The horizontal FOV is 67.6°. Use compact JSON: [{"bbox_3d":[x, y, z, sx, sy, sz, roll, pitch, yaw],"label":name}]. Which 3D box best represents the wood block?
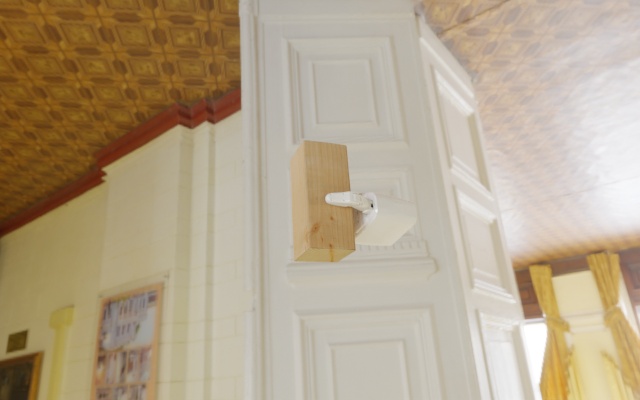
[{"bbox_3d":[0.001,0.003,0.889,0.090,0.206,0.091,4,-23,-21],"label":"wood block"}]
